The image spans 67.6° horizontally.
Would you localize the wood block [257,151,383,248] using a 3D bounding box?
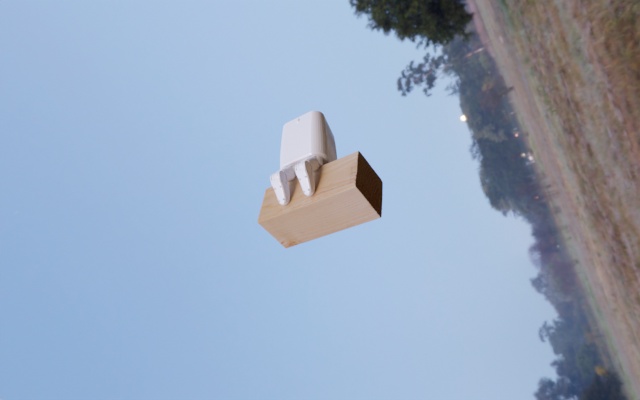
[{"bbox_3d":[0.000,0.003,0.863,0.206,0.090,0.091,-20,-49,29],"label":"wood block"}]
